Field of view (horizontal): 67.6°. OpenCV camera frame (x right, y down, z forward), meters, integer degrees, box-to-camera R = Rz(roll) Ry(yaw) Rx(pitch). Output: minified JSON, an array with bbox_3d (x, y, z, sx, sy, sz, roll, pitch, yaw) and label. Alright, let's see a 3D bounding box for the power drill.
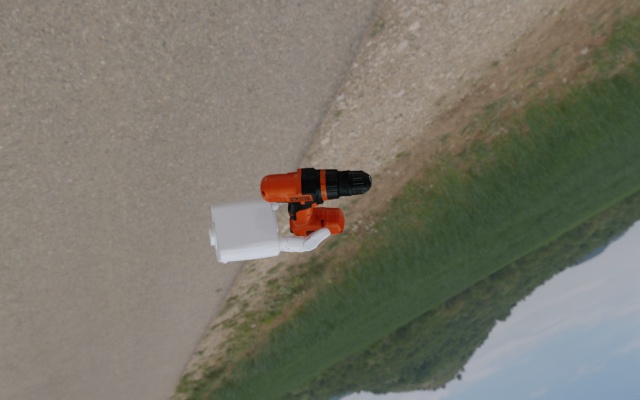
[{"bbox_3d":[0.000,0.003,0.849,0.184,0.057,0.188,-2,-27,6],"label":"power drill"}]
